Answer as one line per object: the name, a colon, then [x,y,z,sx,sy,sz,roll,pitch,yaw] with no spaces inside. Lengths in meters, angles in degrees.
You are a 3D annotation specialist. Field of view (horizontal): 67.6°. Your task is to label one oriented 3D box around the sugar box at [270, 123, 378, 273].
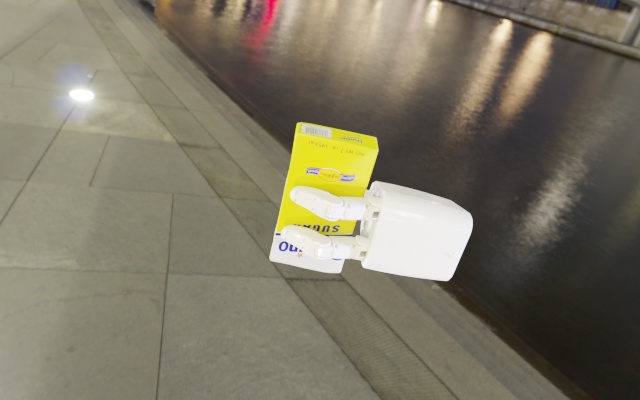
sugar box: [0.000,0.002,0.567,0.093,0.176,0.048,12,27,-4]
